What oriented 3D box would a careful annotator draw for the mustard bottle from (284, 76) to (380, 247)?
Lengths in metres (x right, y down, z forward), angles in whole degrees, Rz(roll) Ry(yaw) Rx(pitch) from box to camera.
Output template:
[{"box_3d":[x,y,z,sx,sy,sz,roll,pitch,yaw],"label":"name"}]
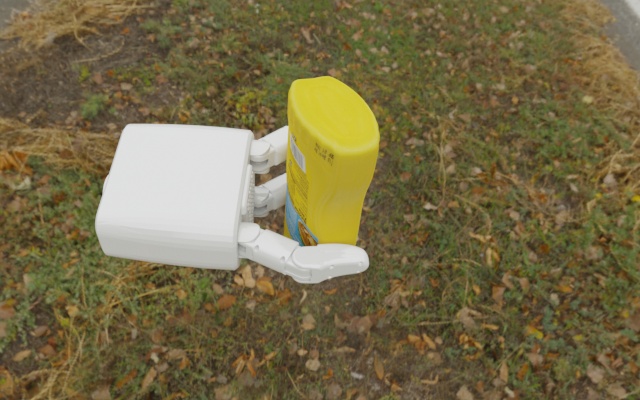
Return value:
[{"box_3d":[0.000,0.001,0.405,0.058,0.192,0.096,-13,48,-20],"label":"mustard bottle"}]
